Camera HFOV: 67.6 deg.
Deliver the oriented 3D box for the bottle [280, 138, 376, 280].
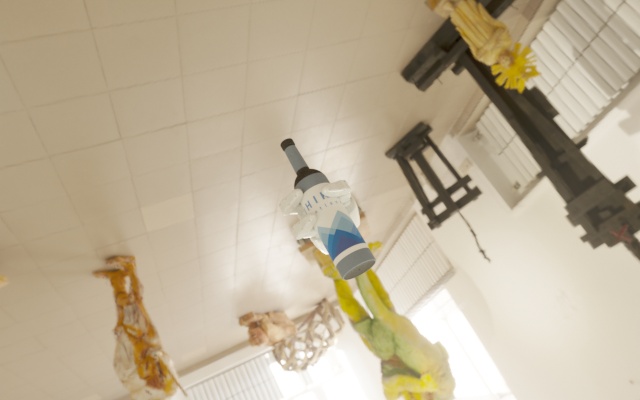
[{"bbox_3d":[0.000,0.003,0.876,0.069,0.295,0.069,-24,-25,-12],"label":"bottle"}]
